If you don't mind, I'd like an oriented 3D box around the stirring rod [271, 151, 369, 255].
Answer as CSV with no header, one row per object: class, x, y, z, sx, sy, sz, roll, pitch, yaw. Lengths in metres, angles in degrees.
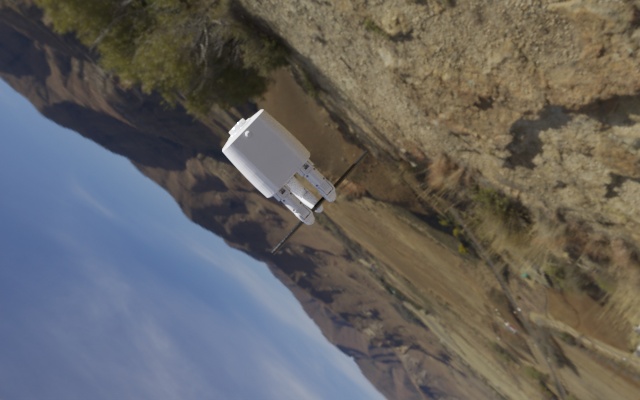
stirring rod,0.000,0.003,0.823,0.011,0.239,0.011,43,-5,5
